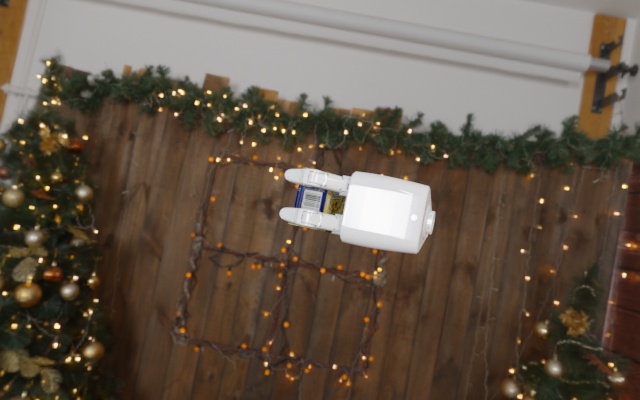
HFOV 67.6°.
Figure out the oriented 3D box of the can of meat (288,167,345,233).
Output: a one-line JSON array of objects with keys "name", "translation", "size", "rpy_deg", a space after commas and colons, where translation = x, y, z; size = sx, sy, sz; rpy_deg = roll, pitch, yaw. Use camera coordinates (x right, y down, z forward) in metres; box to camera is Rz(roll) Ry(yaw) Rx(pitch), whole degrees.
[{"name": "can of meat", "translation": [0.000, 0.002, 0.710], "size": [0.057, 0.084, 0.102], "rpy_deg": [10, -3, 21]}]
